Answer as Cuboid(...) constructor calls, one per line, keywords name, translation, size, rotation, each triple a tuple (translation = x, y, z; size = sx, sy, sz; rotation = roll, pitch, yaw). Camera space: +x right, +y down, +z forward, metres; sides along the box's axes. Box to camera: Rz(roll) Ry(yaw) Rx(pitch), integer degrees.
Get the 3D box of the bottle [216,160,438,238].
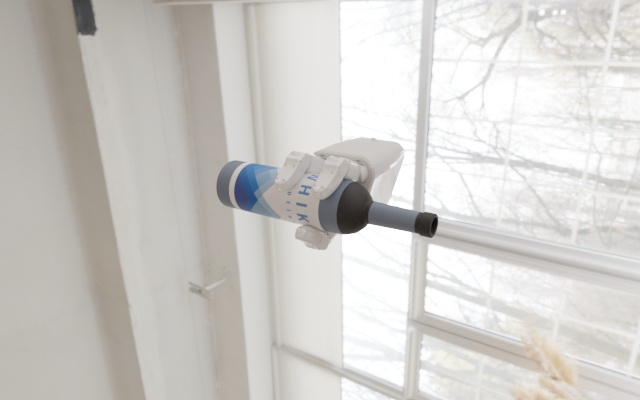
Cuboid(name="bottle", translation=(0.000, 0.002, 0.592), size=(0.295, 0.069, 0.069), rotation=(12, 6, 32))
